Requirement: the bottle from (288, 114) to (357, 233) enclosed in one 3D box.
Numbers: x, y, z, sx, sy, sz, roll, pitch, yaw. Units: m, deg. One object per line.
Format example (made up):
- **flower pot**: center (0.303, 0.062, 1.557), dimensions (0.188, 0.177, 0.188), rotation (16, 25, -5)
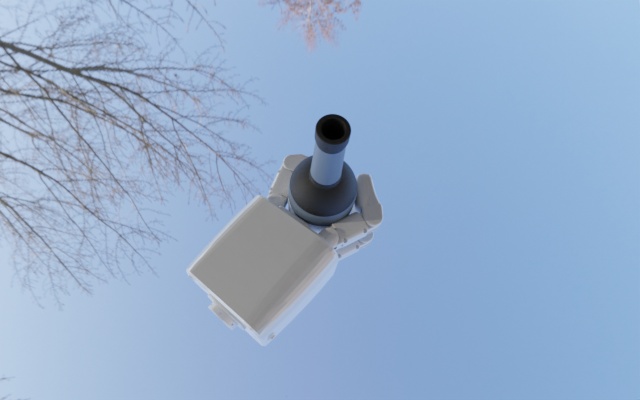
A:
- **bottle**: center (0.000, 0.002, 0.496), dimensions (0.069, 0.069, 0.296), rotation (0, -22, -4)
